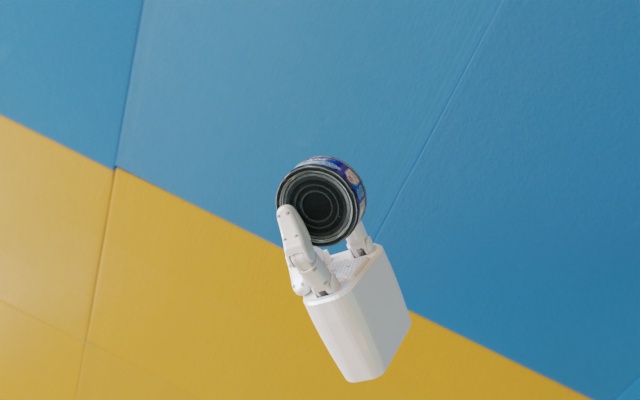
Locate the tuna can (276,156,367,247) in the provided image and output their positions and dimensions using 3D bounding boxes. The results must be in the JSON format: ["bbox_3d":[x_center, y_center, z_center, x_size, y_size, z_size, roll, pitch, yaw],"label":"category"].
[{"bbox_3d":[0.000,0.002,0.468,0.086,0.086,0.033,0,19,19],"label":"tuna can"}]
